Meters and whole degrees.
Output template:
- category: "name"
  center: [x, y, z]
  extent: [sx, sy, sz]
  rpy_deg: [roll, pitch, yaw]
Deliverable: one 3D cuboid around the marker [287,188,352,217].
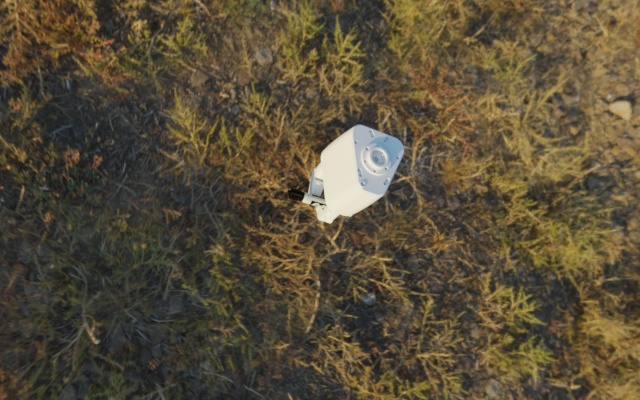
- category: "marker"
  center: [0.000, 0.003, 0.811]
  extent: [0.121, 0.020, 0.020]
  rpy_deg: [17, -5, -18]
